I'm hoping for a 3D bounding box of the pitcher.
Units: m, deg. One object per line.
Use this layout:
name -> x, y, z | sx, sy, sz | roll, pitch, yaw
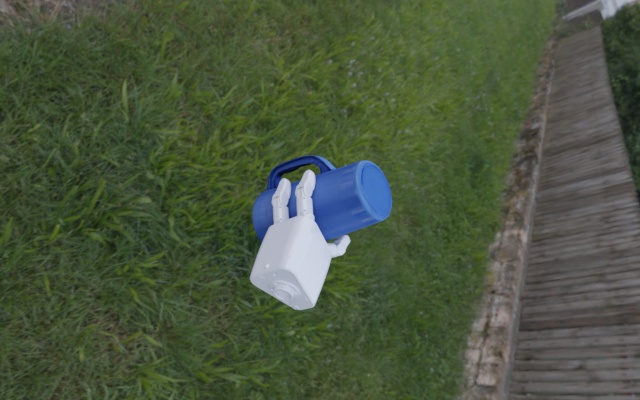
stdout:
pitcher -> 0.000, 0.003, 0.872 | 0.243, 0.149, 0.145 | -20, 33, 36
